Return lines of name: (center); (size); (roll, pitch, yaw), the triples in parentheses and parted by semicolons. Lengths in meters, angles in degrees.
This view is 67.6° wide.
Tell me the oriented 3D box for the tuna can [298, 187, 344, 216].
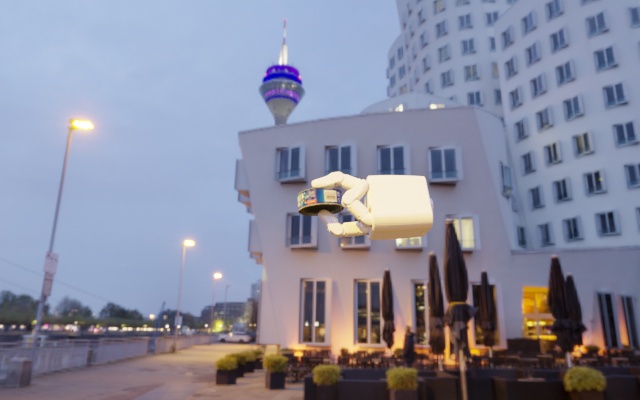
tuna can: (0.000, 0.002, 0.892); (0.086, 0.033, 0.086); (-4, -15, -1)
